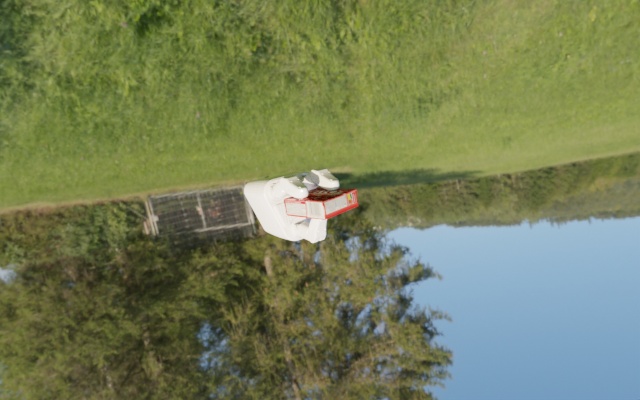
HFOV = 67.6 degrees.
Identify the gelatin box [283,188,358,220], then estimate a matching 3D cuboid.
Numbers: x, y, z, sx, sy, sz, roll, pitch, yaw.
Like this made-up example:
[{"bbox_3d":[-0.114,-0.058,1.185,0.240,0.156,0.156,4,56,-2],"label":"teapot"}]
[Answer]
[{"bbox_3d":[0.000,0.003,0.721,0.073,0.030,0.089,-20,16,-41],"label":"gelatin box"}]
